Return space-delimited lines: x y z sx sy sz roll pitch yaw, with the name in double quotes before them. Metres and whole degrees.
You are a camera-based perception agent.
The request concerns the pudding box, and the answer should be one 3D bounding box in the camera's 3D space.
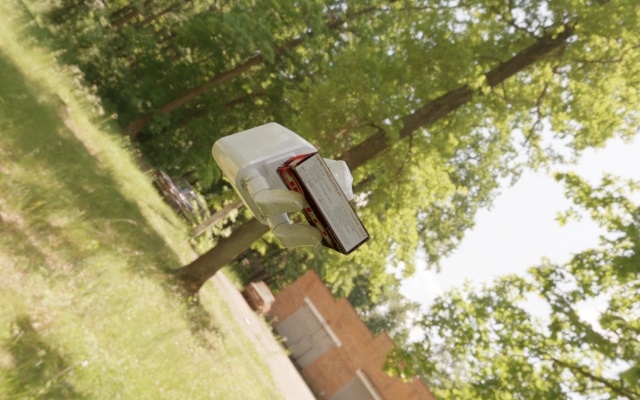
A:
"pudding box" 0.000 0.002 0.533 0.039 0.113 0.090 -36 11 -11
